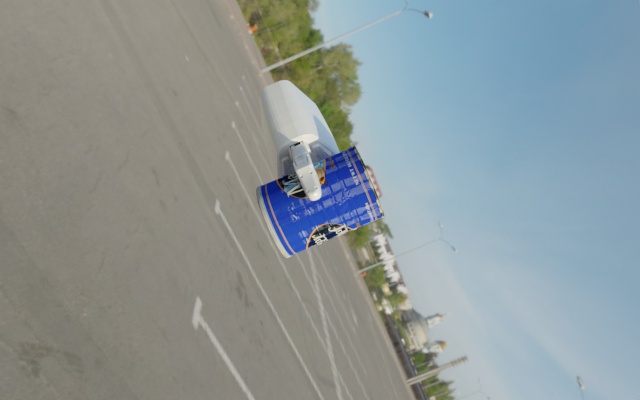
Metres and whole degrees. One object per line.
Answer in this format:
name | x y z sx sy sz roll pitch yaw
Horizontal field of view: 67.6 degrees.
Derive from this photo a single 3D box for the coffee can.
coffee can | 0.000 0.002 0.630 0.140 0.103 0.103 -23 -1 3
